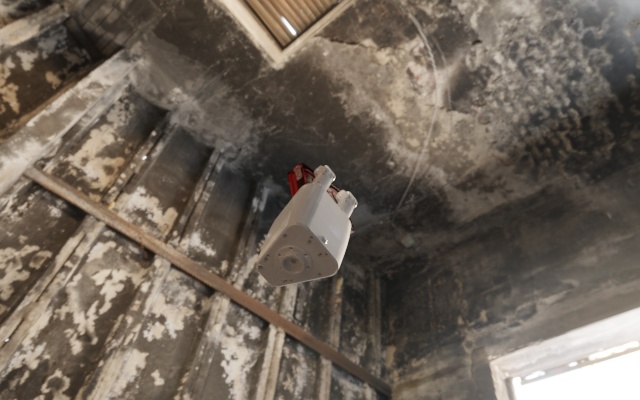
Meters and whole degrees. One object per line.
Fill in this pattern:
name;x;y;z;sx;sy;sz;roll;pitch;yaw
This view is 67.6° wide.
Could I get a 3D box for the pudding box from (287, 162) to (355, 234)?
pudding box;0.000;0.003;0.763;0.039;0.090;0.113;-32;-44;23
